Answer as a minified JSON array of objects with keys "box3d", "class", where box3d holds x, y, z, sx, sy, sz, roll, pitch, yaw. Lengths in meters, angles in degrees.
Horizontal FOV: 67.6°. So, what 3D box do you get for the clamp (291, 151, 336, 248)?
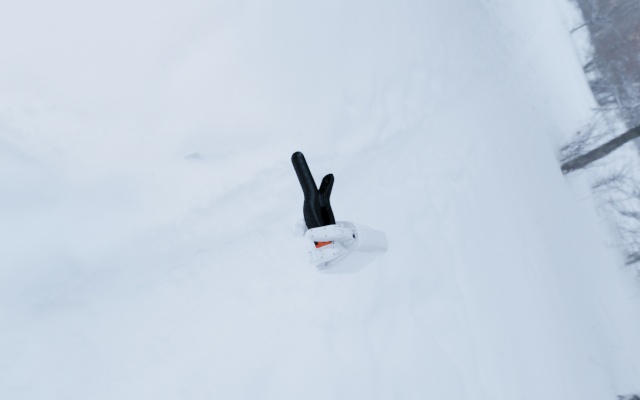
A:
[{"box3d":[0.001,0.003,0.850,0.039,0.171,0.120,-22,-22,33],"class":"clamp"}]
